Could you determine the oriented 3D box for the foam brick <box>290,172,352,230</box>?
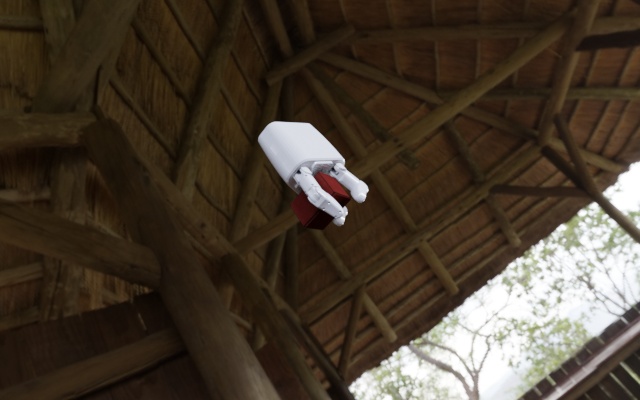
[{"bbox_3d":[0.000,0.003,0.778,0.053,0.078,0.051,15,31,-54],"label":"foam brick"}]
